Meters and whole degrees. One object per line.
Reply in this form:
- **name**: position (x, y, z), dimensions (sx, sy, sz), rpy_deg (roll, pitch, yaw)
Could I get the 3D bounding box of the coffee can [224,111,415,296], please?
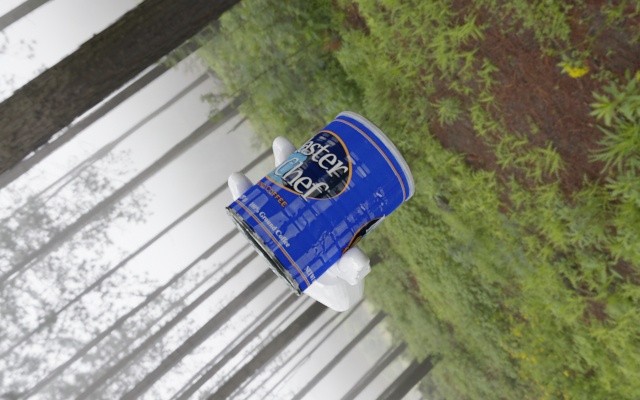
- **coffee can**: position (0.000, 0.001, 0.434), dimensions (0.140, 0.103, 0.103), rpy_deg (-40, 10, -13)
